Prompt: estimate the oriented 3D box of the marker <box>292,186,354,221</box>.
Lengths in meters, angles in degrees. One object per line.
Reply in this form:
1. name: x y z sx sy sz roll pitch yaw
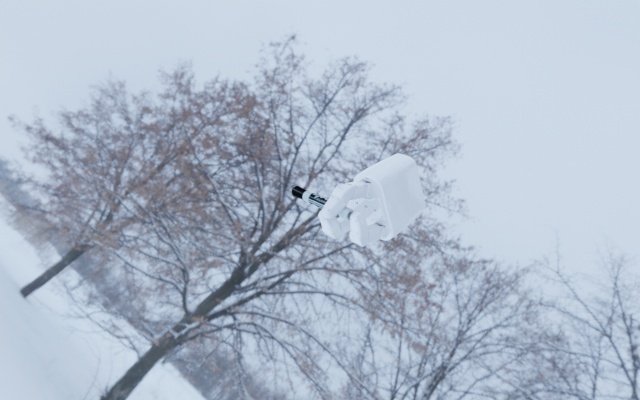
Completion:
1. marker: 0.000 0.002 0.743 0.121 0.020 0.020 23 15 37
